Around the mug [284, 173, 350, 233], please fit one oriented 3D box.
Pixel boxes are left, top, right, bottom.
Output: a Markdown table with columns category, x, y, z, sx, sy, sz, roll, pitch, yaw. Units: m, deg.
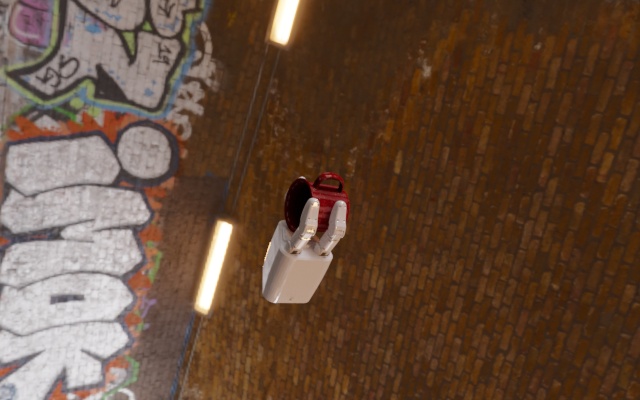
| category | x | y | z | sx | sy | sz | roll | pitch | yaw |
| --- | --- | --- | --- | --- | --- | --- | --- | --- | --- |
| mug | 0.001 | 0.001 | 0.810 | 0.081 | 0.117 | 0.093 | 7 | 32 | -32 |
